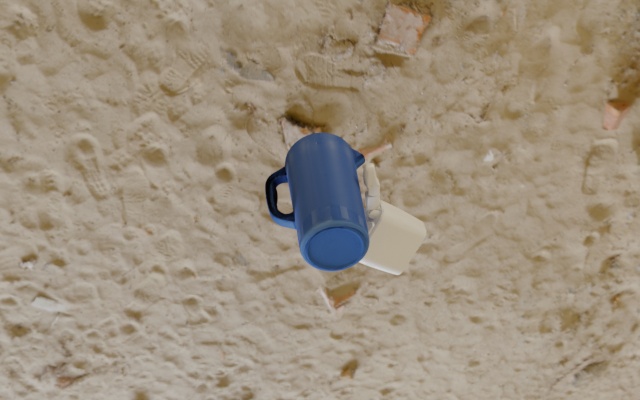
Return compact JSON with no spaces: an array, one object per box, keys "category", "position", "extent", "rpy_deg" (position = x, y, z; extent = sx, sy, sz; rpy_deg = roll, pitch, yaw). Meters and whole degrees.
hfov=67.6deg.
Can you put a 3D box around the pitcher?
[{"category":"pitcher","position":[0.000,0.003,0.813],"extent":[0.145,0.149,0.242],"rpy_deg":[26,31,-24]}]
